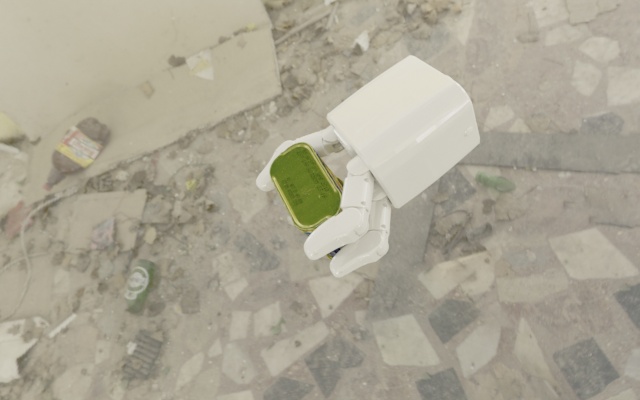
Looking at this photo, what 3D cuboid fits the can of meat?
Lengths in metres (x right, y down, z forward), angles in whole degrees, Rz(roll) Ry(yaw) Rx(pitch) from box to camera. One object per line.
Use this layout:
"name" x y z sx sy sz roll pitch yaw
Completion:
"can of meat" 0.000 0.001 0.477 0.057 0.102 0.084 -35 -34 6
